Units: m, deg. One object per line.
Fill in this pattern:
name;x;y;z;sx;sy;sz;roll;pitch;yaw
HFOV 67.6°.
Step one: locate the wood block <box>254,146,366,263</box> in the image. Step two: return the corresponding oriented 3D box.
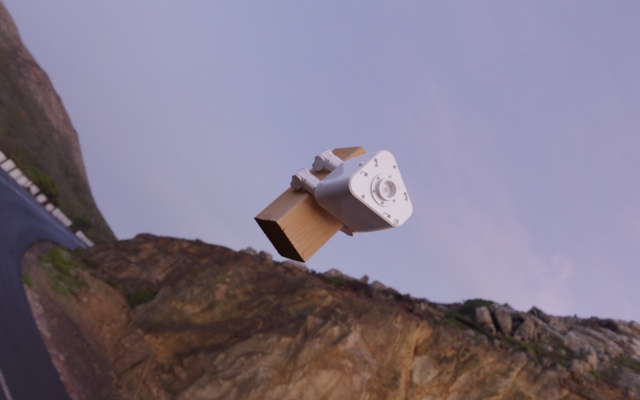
wood block;0.001;0.003;0.829;0.206;0.091;0.090;-42;23;-24
